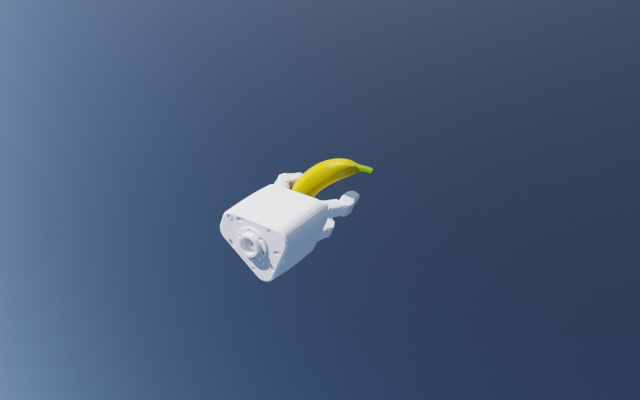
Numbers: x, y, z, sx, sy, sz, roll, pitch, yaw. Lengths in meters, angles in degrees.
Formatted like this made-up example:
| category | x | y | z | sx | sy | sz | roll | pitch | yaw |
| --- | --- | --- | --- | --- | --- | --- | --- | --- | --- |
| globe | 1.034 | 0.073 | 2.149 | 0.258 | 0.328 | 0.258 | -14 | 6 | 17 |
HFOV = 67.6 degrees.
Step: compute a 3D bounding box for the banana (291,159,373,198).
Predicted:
| category | x | y | z | sx | sy | sz | roll | pitch | yaw |
| --- | --- | --- | --- | --- | --- | --- | --- | --- | --- |
| banana | -0.010 | -0.012 | 0.766 | 0.198 | 0.069 | 0.037 | -37 | 13 | 33 |
